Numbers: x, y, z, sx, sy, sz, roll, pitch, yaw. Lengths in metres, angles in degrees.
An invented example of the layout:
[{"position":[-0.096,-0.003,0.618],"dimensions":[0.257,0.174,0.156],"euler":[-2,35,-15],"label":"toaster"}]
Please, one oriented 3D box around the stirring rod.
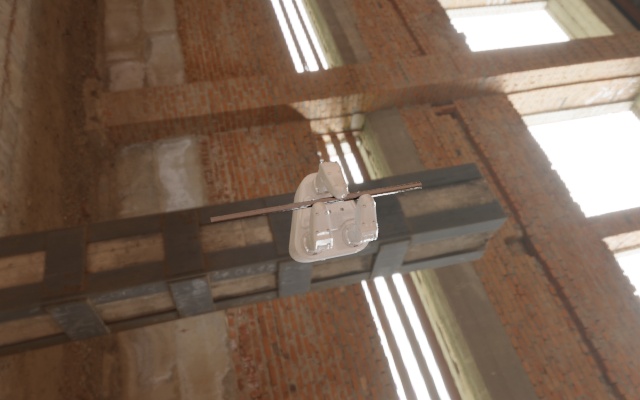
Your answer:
[{"position":[0.000,0.002,0.530],"dimensions":[0.239,0.011,0.011],"euler":[-10,2,-12],"label":"stirring rod"}]
